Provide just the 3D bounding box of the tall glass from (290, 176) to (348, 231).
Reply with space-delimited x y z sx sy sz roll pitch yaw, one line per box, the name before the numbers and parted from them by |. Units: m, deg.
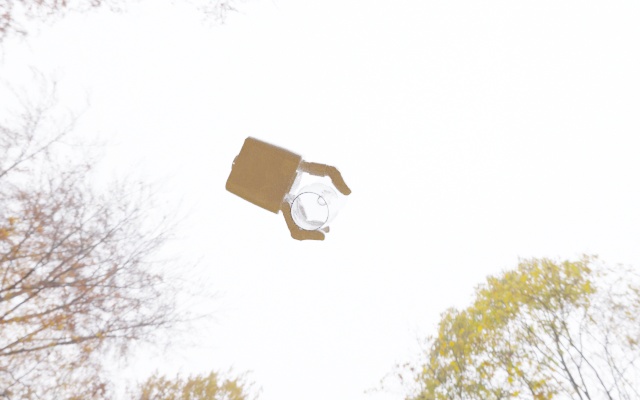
tall glass | 0.000 0.003 0.840 0.079 0.079 0.201 0 8 10
